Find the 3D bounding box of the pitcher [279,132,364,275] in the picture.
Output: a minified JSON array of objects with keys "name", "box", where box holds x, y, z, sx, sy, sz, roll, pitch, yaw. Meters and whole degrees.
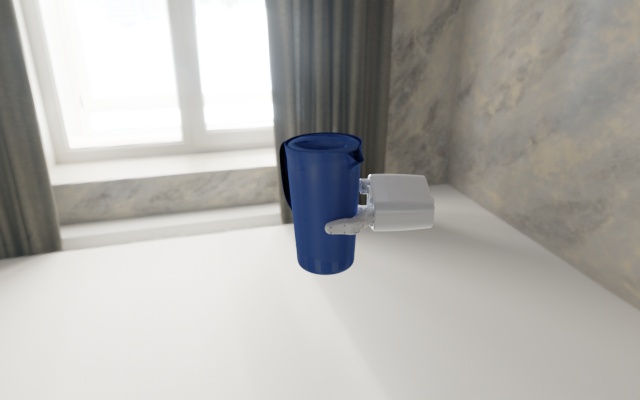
[{"name":"pitcher","box":[0.000,0.003,0.860,0.145,0.243,0.149,-2,22,-2]}]
